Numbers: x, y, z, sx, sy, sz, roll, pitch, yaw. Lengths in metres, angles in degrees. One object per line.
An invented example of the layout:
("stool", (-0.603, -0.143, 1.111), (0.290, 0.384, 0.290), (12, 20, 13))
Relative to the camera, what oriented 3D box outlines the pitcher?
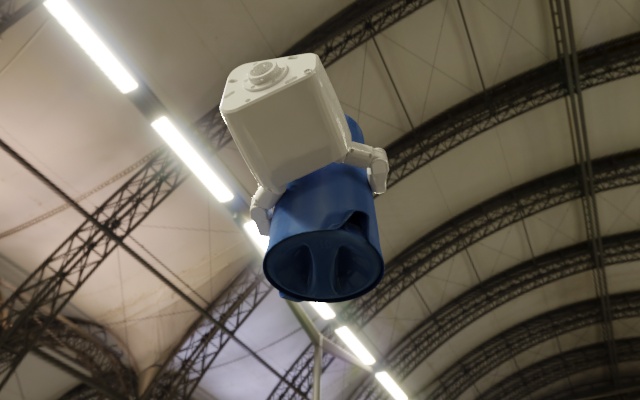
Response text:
("pitcher", (0.000, 0.002, 0.607), (0.149, 0.242, 0.145), (-13, -47, 14))
